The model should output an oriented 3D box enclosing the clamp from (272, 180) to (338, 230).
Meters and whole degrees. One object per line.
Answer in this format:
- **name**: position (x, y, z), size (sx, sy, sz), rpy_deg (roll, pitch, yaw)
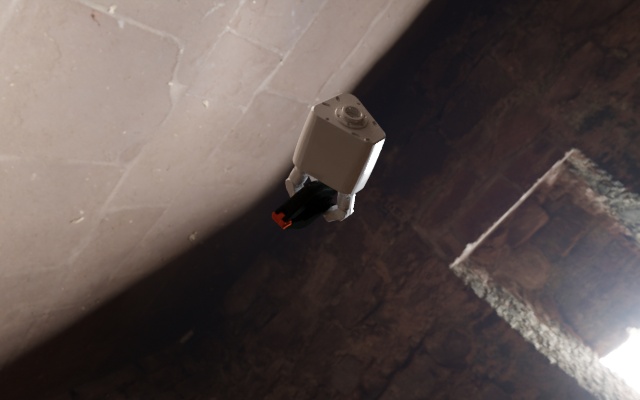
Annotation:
- **clamp**: position (0.000, 0.003, 0.803), size (0.036, 0.165, 0.210), rpy_deg (41, 49, 21)
